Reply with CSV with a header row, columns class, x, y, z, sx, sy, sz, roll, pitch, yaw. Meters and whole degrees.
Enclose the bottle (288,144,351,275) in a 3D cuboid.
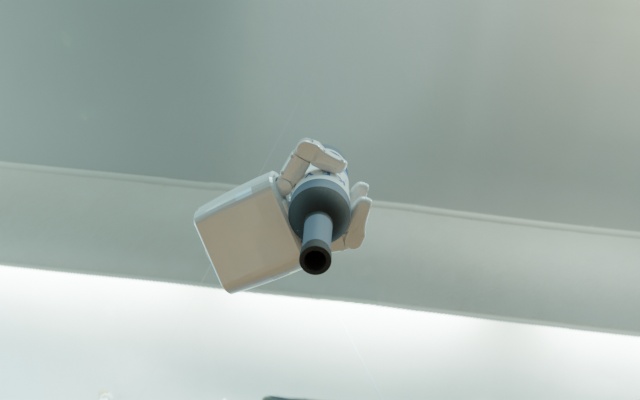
class,x,y,z,sx,sy,sz,roll,pitch,yaw
bottle,0.000,0.002,0.537,0.069,0.069,0.295,0,19,2
